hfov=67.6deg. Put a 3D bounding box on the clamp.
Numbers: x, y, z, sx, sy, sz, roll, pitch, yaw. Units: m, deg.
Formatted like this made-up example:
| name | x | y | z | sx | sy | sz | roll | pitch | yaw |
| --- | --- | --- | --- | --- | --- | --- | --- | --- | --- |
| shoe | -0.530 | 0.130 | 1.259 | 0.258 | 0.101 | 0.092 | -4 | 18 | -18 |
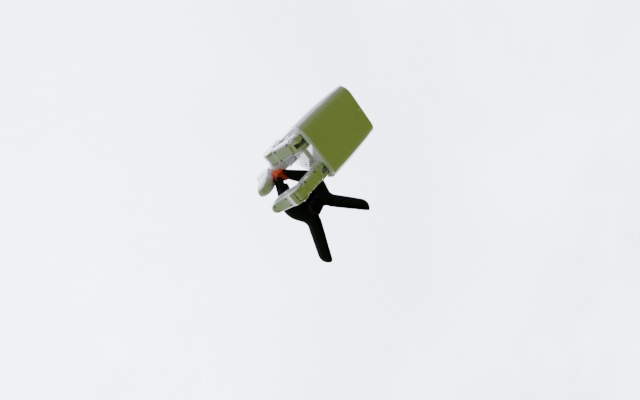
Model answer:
| name | x | y | z | sx | sy | sz | roll | pitch | yaw |
| --- | --- | --- | --- | --- | --- | --- | --- | --- | --- |
| clamp | 0.000 | 0.002 | 0.752 | 0.120 | 0.171 | 0.039 | -47 | 25 | -18 |
